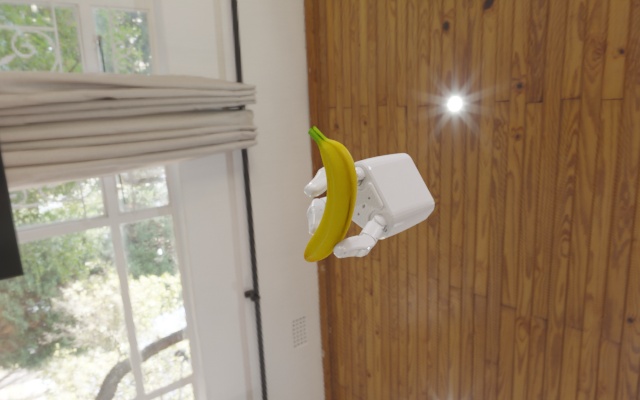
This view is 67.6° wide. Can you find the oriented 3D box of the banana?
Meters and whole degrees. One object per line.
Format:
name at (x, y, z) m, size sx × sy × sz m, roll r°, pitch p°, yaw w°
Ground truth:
banana at (0.013, 0.006, 0.614) m, size 0.069 × 0.198 × 0.037 m, roll 27°, pitch 35°, yaw 37°
